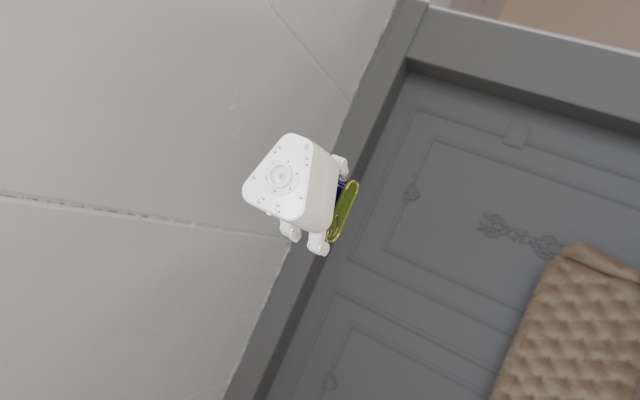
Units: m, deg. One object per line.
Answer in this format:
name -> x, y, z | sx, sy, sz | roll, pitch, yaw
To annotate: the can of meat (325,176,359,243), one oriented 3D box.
can of meat -> 0.000, 0.002, 0.746 | 0.084, 0.102, 0.057 | 24, 2, 21
